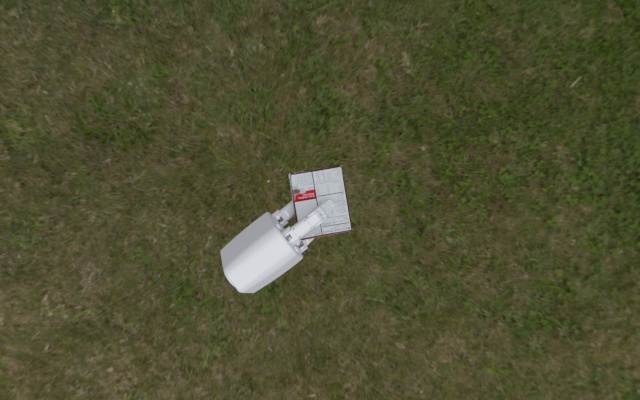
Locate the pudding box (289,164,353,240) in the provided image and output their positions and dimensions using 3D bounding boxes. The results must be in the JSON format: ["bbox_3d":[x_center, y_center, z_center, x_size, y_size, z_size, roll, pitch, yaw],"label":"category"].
[{"bbox_3d":[0.000,0.003,0.788,0.090,0.113,0.039,-9,4,-4],"label":"pudding box"}]
